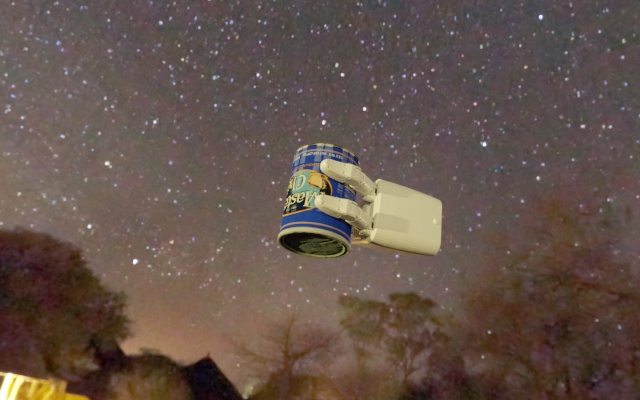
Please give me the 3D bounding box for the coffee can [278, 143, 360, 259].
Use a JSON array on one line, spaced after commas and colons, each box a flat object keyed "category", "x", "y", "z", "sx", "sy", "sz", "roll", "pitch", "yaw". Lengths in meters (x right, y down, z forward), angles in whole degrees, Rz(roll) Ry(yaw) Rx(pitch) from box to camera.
[{"category": "coffee can", "x": 0.000, "y": 0.002, "z": 0.700, "sx": 0.103, "sy": 0.140, "sz": 0.103, "roll": 7, "pitch": -26, "yaw": 4}]
